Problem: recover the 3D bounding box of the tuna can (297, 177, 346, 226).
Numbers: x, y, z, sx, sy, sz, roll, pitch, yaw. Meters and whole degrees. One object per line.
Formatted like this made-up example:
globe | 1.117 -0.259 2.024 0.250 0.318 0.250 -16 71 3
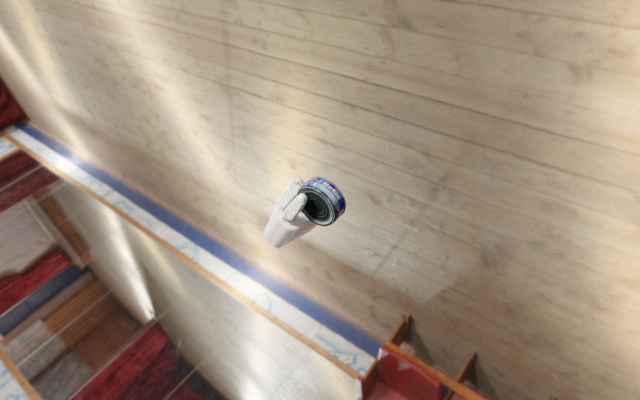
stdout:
tuna can | 0.000 0.003 0.835 0.086 0.086 0.033 0 33 44
